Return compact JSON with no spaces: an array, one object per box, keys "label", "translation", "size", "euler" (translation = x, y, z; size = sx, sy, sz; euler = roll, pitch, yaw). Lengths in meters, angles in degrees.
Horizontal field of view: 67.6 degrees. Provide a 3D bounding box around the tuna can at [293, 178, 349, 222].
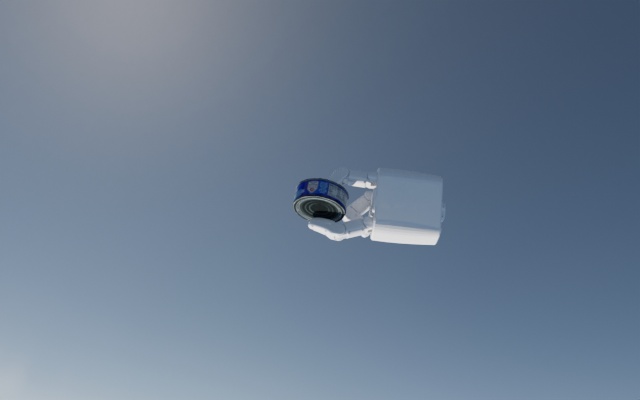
[{"label":"tuna can","translation":[0.000,0.003,0.753],"size":[0.086,0.033,0.086],"euler":[8,-31,5]}]
